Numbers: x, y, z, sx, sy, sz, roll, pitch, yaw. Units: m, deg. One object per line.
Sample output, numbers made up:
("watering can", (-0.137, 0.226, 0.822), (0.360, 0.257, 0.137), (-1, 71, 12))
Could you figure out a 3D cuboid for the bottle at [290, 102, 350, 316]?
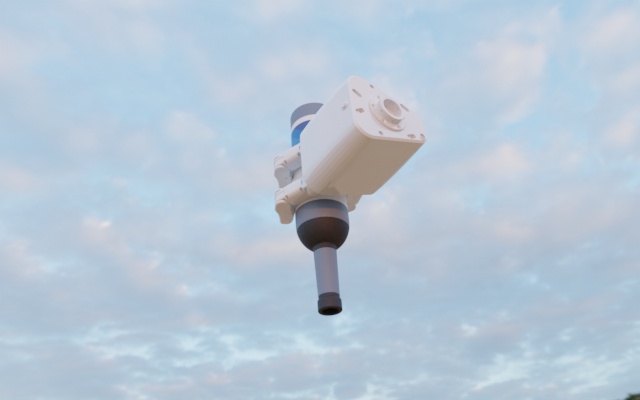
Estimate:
("bottle", (0.000, 0.002, 0.609), (0.069, 0.295, 0.069), (-3, -35, -2))
